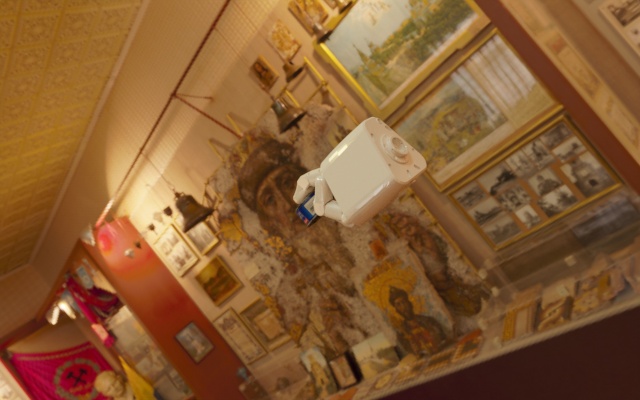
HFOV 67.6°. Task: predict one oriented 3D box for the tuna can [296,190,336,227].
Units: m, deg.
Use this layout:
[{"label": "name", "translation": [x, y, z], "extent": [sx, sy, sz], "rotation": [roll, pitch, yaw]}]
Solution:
[{"label": "tuna can", "translation": [0.000, 0.002, 0.789], "extent": [0.086, 0.034, 0.086], "rotation": [-43, -6, -5]}]
